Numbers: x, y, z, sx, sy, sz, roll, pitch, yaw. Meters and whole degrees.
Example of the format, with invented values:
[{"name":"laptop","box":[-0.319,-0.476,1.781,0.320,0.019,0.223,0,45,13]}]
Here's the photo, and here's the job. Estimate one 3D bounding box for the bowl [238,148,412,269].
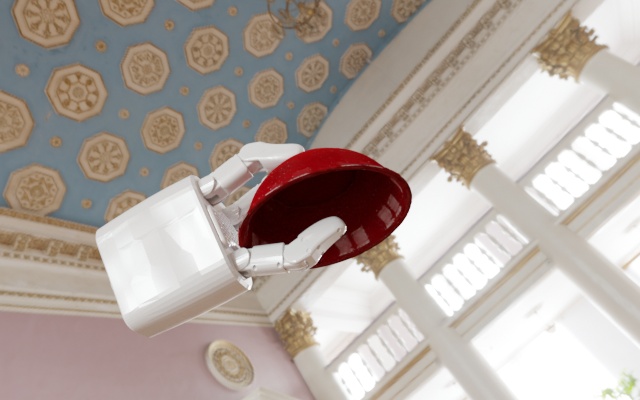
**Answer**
[{"name":"bowl","box":[0.001,0.001,0.445,0.162,0.055,0.162,-12,-34,-8]}]
